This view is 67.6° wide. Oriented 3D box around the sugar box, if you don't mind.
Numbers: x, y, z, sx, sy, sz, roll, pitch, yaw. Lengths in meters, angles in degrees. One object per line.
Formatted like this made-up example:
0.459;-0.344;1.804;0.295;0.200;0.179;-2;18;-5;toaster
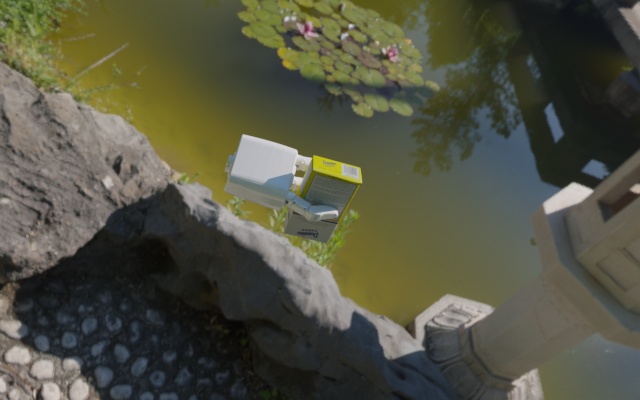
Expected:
0.000;0.002;0.884;0.093;0.048;0.176;15;-44;-14;sugar box
